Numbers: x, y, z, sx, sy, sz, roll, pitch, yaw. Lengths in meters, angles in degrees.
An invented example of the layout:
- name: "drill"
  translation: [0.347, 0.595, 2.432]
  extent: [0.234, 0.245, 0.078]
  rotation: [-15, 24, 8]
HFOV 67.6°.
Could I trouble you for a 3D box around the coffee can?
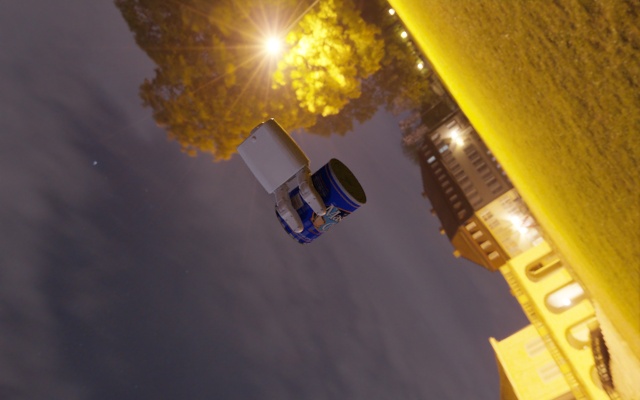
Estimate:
- name: "coffee can"
  translation: [0.000, 0.003, 0.894]
  extent: [0.140, 0.102, 0.103]
  rotation: [-37, -15, 20]
